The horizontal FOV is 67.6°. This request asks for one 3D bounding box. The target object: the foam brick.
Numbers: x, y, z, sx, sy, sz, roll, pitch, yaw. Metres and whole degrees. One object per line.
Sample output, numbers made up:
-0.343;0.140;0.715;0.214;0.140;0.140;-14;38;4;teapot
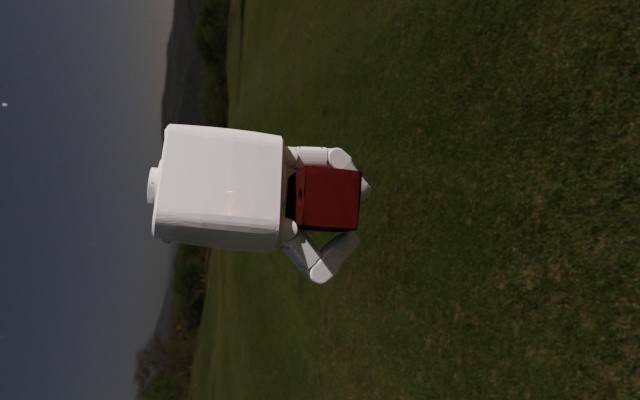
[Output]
0.000;0.001;0.440;0.051;0.053;0.078;6;-8;-15;foam brick
